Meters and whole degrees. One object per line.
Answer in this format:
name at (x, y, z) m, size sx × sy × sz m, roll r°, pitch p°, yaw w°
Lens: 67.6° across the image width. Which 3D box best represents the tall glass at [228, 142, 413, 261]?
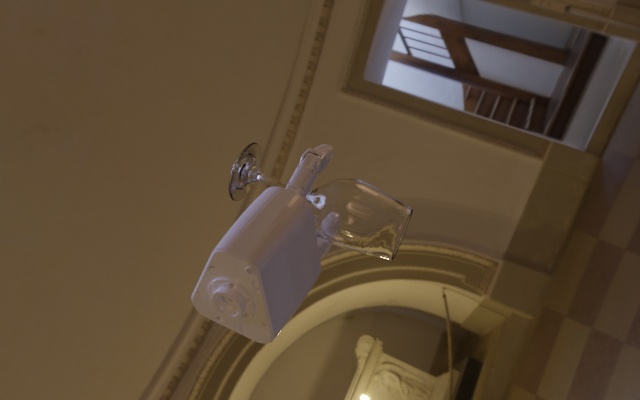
tall glass at (0.000, 0.001, 0.546) m, size 0.201 × 0.079 × 0.079 m, roll 21°, pitch 5°, yaw 13°
